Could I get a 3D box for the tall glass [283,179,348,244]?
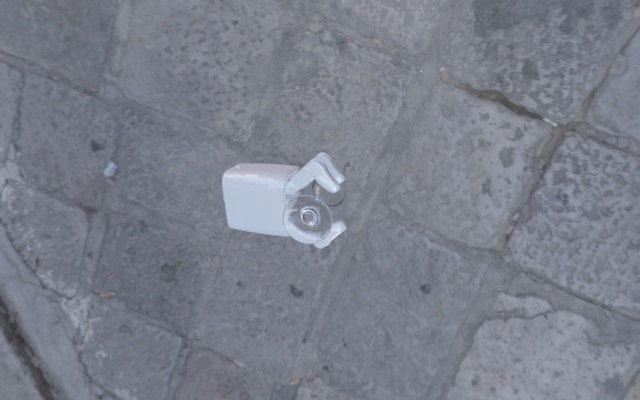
[{"bbox_3d":[0.000,0.003,0.785,0.079,0.079,0.201,0,15,12],"label":"tall glass"}]
